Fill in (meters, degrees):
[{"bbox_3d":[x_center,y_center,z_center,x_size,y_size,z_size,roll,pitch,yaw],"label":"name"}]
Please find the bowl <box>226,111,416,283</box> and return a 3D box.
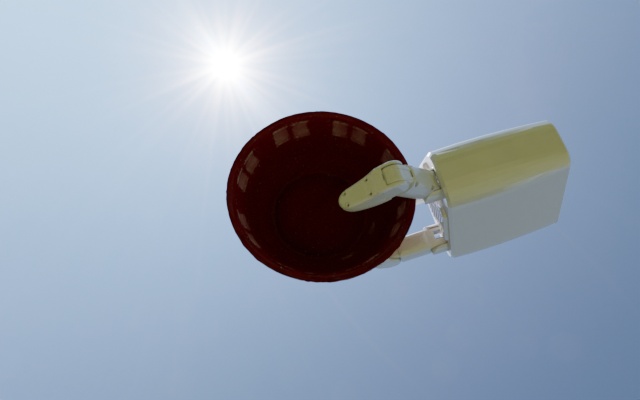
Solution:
[{"bbox_3d":[-0.001,0.002,0.429,0.162,0.162,0.055,0,-25,-2],"label":"bowl"}]
